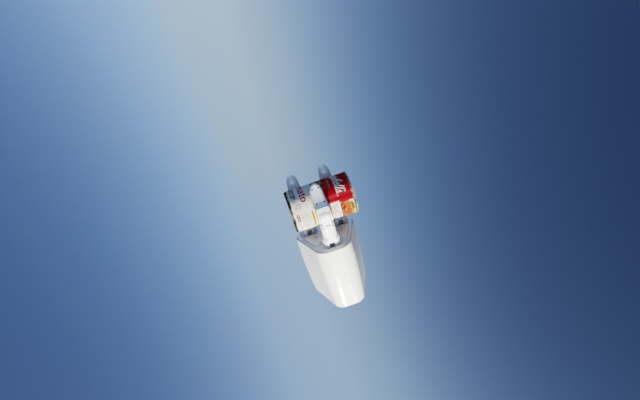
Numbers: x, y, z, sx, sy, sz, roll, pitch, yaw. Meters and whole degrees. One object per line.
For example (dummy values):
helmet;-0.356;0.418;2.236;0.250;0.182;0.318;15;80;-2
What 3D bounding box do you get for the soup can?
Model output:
soup can;0.000;0.002;0.747;0.102;0.068;0.068;-19;1;-4
